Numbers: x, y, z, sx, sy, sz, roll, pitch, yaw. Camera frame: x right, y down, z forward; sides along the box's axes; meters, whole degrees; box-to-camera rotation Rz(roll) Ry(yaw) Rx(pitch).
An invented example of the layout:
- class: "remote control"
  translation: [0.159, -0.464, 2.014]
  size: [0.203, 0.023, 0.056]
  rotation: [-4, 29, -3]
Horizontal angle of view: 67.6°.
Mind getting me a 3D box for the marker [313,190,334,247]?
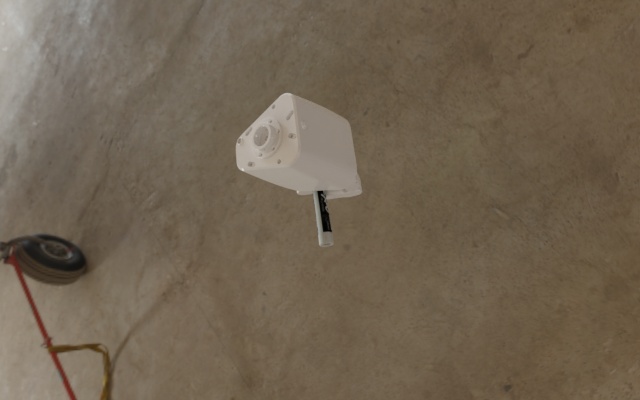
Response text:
- class: "marker"
  translation: [0.000, 0.002, 0.645]
  size: [0.020, 0.121, 0.020]
  rotation: [-7, -20, -3]
